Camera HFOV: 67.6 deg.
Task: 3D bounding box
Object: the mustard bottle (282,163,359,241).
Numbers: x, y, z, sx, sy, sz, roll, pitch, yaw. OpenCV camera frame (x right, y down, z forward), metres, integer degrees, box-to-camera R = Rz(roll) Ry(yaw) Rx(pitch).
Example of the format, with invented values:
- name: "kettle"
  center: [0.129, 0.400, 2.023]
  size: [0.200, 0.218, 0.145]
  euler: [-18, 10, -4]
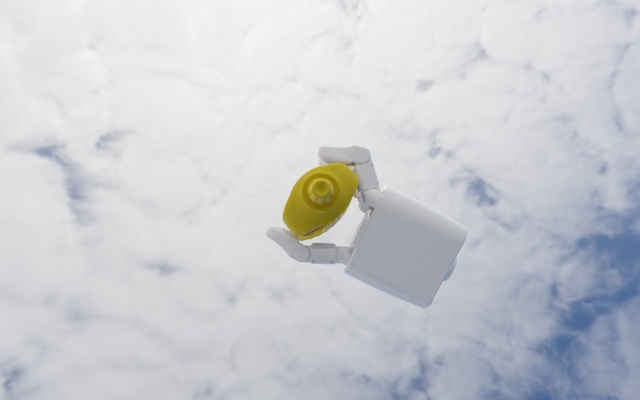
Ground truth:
- name: "mustard bottle"
  center: [0.000, 0.002, 0.551]
  size: [0.096, 0.058, 0.191]
  euler: [-39, -5, -5]
